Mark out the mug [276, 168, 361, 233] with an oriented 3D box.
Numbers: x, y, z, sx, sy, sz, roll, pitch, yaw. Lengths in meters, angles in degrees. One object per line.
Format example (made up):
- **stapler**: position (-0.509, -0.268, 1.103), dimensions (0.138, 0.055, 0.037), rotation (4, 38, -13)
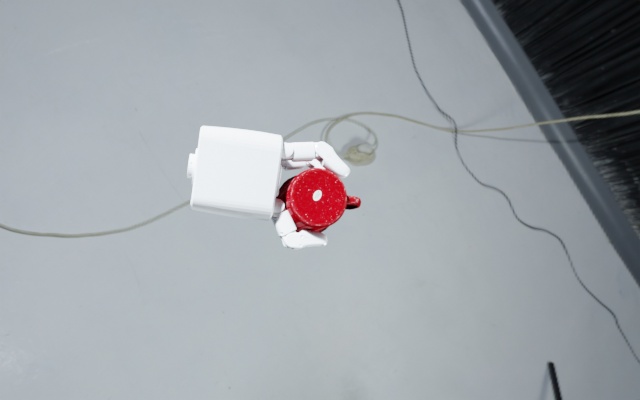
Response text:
- **mug**: position (0.002, 0.002, 0.670), dimensions (0.117, 0.093, 0.081), rotation (5, -9, -13)
